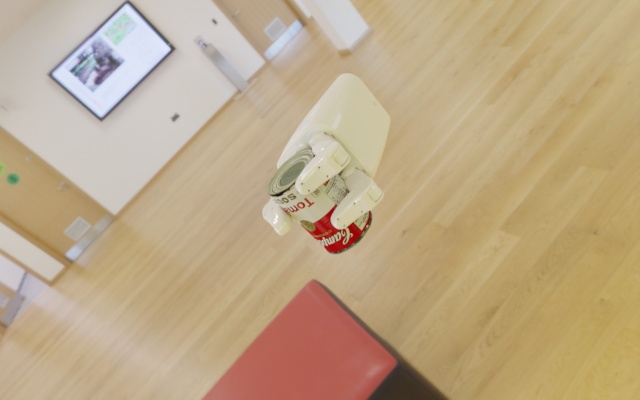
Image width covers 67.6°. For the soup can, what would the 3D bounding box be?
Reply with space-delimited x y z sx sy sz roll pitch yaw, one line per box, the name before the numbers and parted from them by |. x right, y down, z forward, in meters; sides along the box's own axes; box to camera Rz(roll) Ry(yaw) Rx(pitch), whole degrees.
soup can | 0.000 0.002 0.522 0.102 0.068 0.068 46 -24 -25
